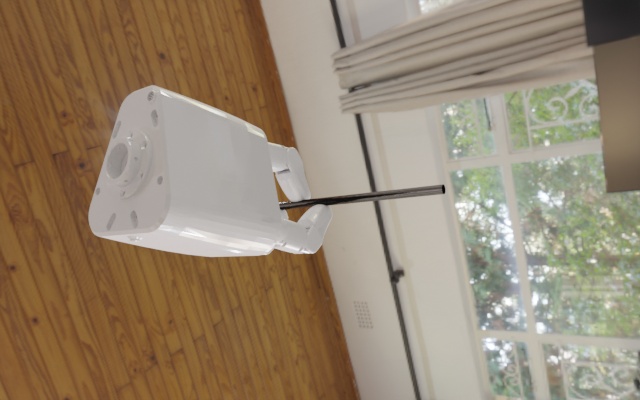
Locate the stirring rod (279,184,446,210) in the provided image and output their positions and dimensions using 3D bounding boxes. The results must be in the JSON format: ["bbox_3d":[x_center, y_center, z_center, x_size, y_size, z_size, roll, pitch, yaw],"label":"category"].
[{"bbox_3d":[0.000,0.001,0.449,0.239,0.011,0.011,-6,-4,35],"label":"stirring rod"}]
